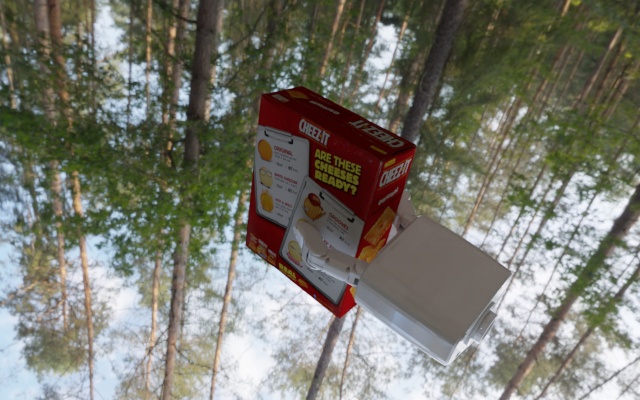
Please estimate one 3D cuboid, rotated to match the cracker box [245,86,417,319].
[{"bbox_3d":[0.000,0.002,0.543,0.164,0.214,0.072,33,39,28],"label":"cracker box"}]
